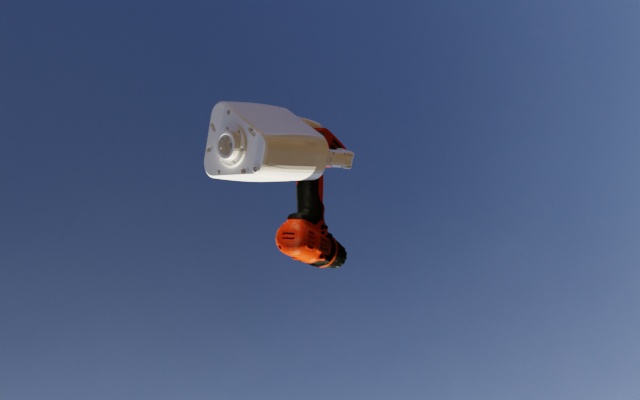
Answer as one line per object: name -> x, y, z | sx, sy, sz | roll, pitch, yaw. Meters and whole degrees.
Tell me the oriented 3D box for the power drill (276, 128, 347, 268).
power drill -> 0.000, 0.002, 0.694 | 0.057, 0.187, 0.184 | -2, -15, 21
